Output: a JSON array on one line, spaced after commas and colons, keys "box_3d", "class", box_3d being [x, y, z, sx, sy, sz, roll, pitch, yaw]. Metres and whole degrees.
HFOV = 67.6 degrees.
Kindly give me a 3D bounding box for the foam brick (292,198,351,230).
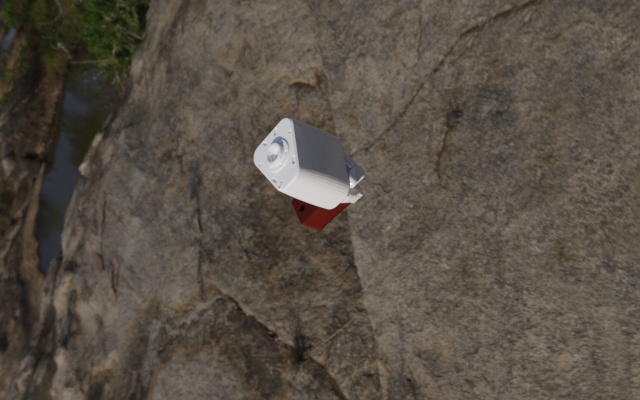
[{"box_3d": [0.000, 0.003, 0.787, 0.051, 0.053, 0.078, 17, -52, -45], "class": "foam brick"}]
